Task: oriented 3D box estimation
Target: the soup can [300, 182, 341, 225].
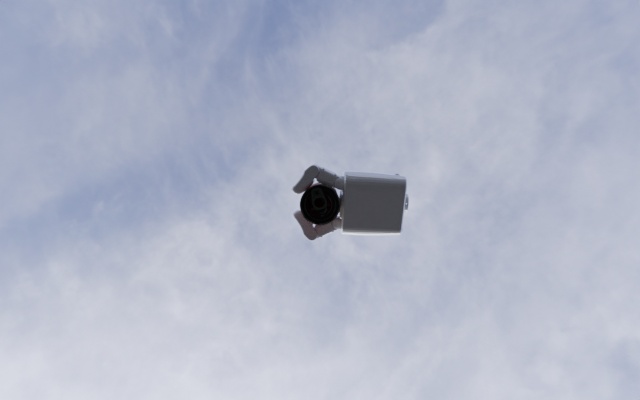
[{"bbox_3d":[0.000,0.003,0.840,0.068,0.068,0.102,0,5,1],"label":"soup can"}]
